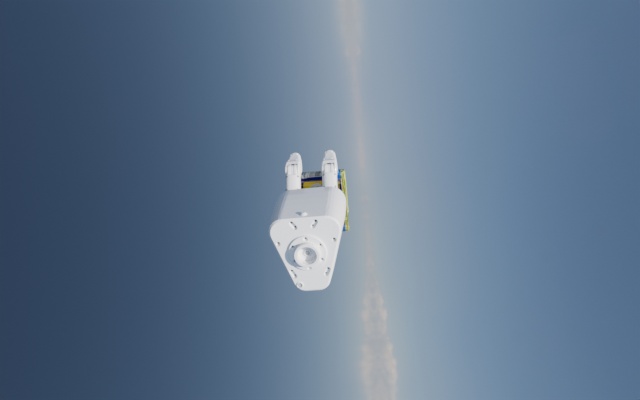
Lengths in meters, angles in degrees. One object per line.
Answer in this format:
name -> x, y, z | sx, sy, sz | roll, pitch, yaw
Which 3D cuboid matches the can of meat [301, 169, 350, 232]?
can of meat -> 0.000, 0.003, 0.751 | 0.084, 0.102, 0.057 | -4, 16, 6
